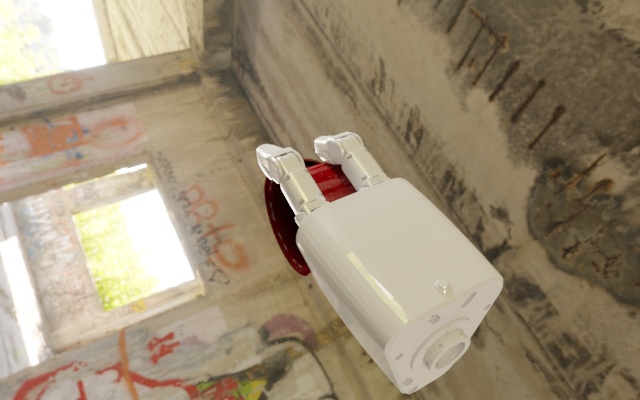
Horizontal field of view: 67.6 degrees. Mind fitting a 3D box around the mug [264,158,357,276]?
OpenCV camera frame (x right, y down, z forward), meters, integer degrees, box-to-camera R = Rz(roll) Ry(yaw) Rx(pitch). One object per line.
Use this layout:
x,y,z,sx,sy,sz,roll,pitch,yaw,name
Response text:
0.000,0.001,0.431,0.081,0.093,0.117,-19,47,-22,mug
